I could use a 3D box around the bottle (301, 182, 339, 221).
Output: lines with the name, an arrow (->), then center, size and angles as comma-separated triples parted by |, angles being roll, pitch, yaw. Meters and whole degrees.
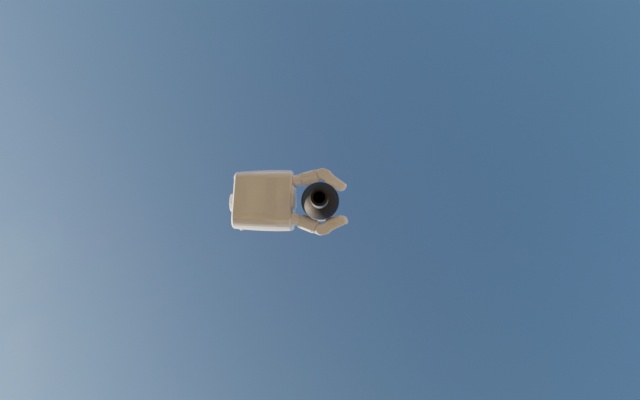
bottle -> 0.000, 0.003, 0.863 | 0.069, 0.069, 0.296 | 0, -3, 1
